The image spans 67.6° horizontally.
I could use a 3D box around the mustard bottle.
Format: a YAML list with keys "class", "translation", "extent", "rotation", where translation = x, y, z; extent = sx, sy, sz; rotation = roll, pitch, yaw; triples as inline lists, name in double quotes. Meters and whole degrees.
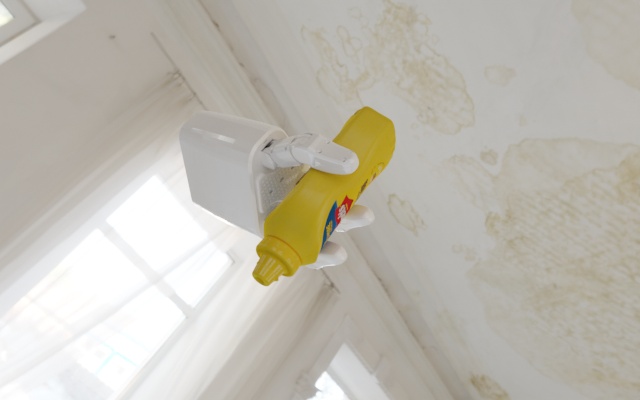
- class: "mustard bottle"
  translation: [0.001, 0.001, 0.448]
  extent: [0.058, 0.191, 0.096]
  rotation: [34, -30, 9]
